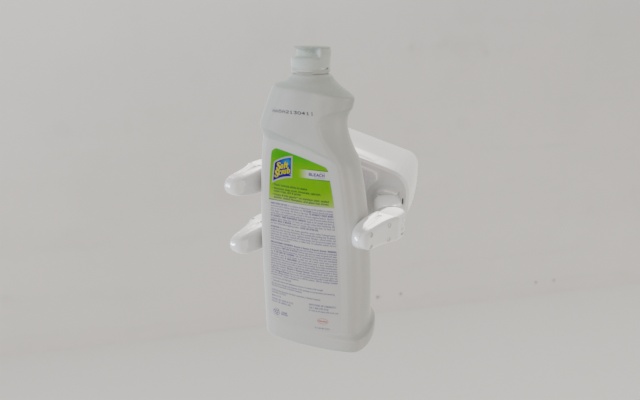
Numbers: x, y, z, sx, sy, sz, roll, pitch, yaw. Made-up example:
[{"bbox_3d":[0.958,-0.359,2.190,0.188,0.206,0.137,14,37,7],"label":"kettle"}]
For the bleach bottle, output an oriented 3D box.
[{"bbox_3d":[0.000,0.001,0.404,0.102,0.251,0.068,7,21,16],"label":"bleach bottle"}]
